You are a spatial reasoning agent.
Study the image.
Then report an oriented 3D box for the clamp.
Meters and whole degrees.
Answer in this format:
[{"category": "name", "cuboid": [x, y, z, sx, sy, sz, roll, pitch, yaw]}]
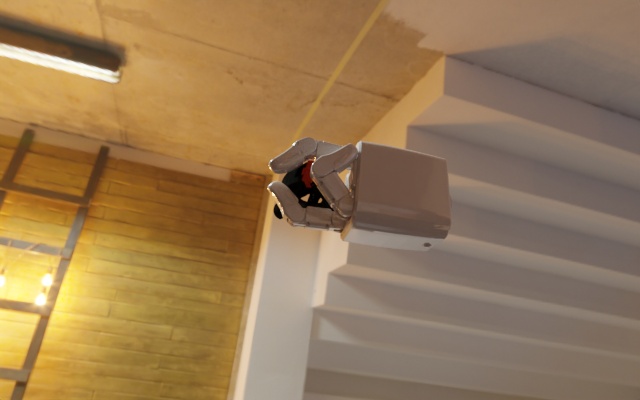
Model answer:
[{"category": "clamp", "cuboid": [0.000, 0.001, 0.614, 0.120, 0.039, 0.171, 10, -19, -4]}]
